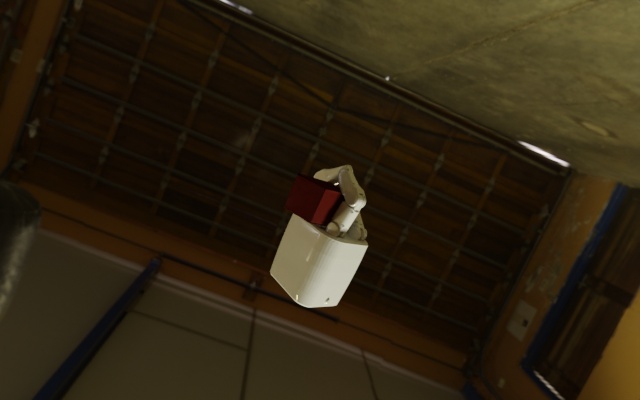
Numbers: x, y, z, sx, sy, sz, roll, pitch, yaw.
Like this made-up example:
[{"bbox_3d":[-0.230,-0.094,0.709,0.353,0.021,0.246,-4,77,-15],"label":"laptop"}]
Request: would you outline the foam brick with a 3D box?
[{"bbox_3d":[0.000,0.002,0.649,0.053,0.051,0.078,31,10,36],"label":"foam brick"}]
